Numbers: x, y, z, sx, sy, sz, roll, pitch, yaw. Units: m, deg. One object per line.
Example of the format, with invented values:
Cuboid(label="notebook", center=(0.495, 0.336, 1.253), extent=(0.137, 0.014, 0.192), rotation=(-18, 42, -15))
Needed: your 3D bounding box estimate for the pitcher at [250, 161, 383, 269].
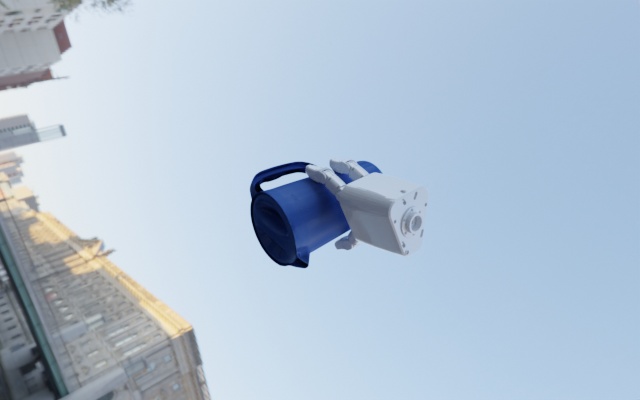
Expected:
Cuboid(label="pitcher", center=(0.000, 0.003, 0.859), extent=(0.243, 0.149, 0.145), rotation=(-24, 24, -34))
